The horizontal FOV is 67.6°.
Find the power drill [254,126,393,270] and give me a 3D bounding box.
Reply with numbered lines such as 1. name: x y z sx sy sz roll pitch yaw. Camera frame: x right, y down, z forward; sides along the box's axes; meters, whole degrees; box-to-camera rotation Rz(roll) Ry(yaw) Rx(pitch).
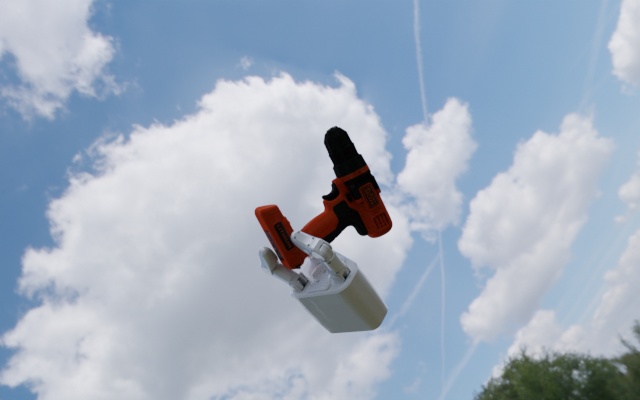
1. power drill: 0.000 0.003 0.716 0.187 0.184 0.057 -29 5 -15
